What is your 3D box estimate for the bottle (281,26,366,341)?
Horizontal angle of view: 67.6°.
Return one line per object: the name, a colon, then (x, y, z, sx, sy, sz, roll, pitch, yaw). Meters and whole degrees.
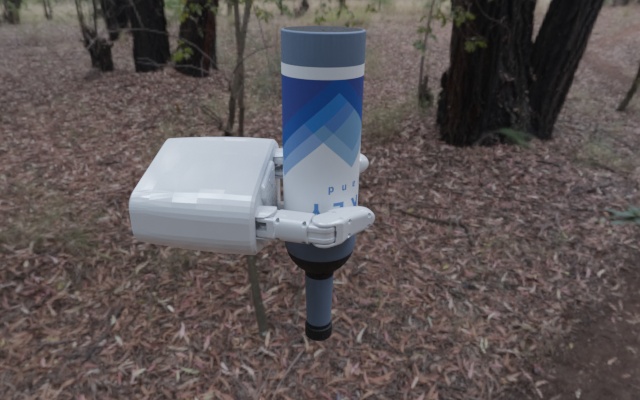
bottle: (0.000, 0.001, 0.430, 0.069, 0.296, 0.069, 1, 24, 0)
